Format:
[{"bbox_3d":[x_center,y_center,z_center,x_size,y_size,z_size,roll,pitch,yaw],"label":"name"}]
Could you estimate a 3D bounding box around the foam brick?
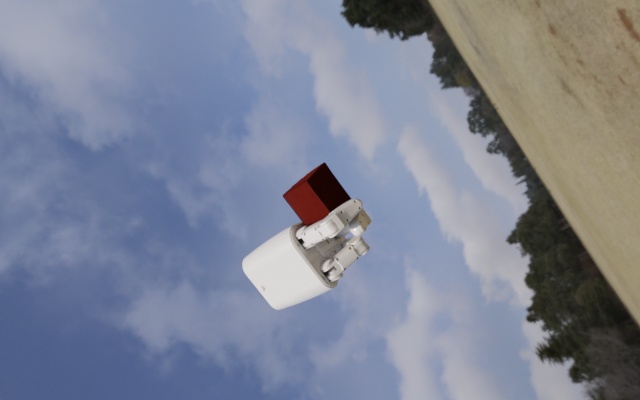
[{"bbox_3d":[0.000,0.002,0.620,0.051,0.078,0.053,-28,12,42],"label":"foam brick"}]
